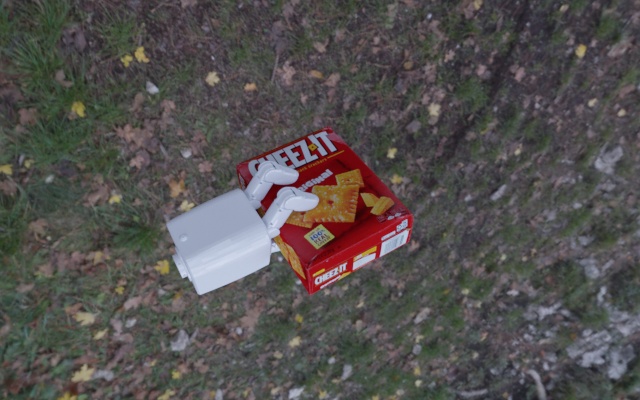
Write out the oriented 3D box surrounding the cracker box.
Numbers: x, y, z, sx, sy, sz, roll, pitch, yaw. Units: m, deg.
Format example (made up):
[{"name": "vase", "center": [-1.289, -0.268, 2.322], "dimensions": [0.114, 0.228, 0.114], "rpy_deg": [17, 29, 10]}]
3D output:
[{"name": "cracker box", "center": [0.000, 0.002, 0.672], "dimensions": [0.164, 0.213, 0.072], "rpy_deg": [-25, -37, -18]}]
